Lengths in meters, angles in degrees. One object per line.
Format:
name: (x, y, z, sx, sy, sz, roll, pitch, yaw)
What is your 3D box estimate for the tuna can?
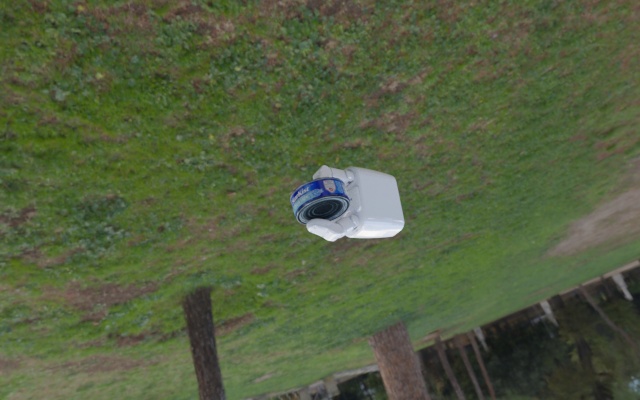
tuna can: (0.000, 0.003, 0.712, 0.086, 0.033, 0.086, -14, -28, -7)
